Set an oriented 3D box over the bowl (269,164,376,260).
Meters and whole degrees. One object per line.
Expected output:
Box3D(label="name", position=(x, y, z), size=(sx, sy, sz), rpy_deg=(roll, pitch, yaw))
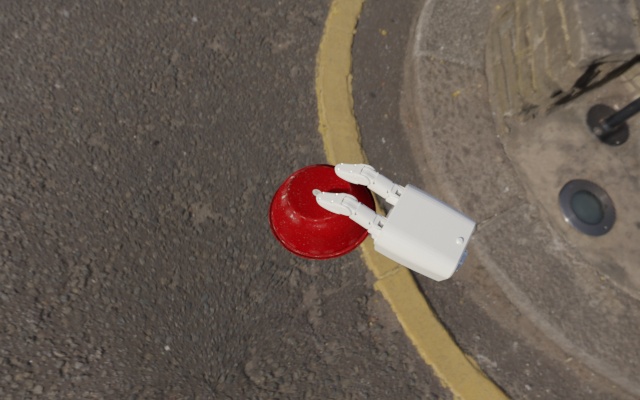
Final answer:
Box3D(label="bowl", position=(-0.001, 0.002, 0.695), size=(0.162, 0.162, 0.055), rpy_deg=(0, -31, 6))
